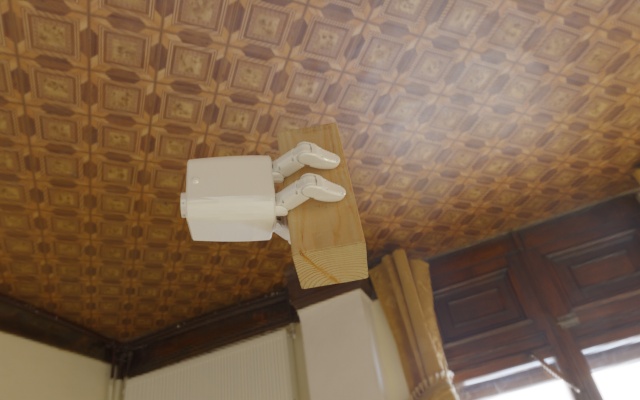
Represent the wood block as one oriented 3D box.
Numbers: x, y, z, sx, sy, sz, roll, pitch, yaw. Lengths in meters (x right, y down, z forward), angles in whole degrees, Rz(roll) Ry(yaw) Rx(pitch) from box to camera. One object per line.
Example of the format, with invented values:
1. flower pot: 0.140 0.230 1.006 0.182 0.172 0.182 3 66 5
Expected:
1. wood block: 0.000 0.002 0.649 0.090 0.206 0.091 -10 -37 0
